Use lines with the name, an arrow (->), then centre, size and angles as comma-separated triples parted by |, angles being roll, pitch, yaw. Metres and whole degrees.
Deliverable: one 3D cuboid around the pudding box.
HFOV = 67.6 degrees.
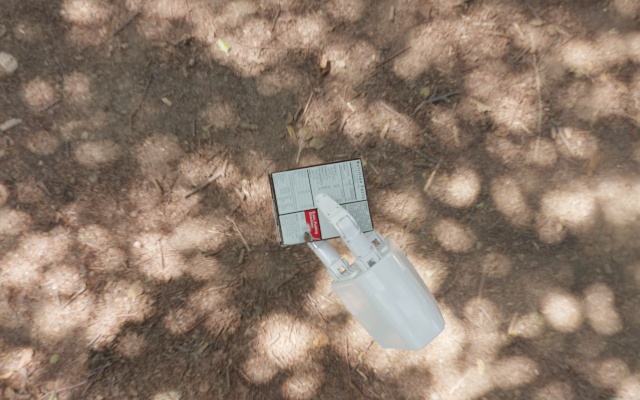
pudding box -> 0.000, 0.002, 0.564 | 0.113, 0.090, 0.039 | -9, -1, -9
